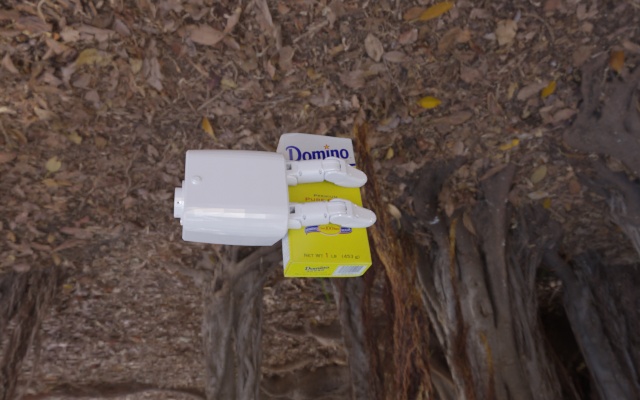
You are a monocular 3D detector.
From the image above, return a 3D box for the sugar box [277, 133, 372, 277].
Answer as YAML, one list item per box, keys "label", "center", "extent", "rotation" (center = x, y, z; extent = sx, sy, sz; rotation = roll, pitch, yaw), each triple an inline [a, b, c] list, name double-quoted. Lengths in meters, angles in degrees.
- label: "sugar box"
  center: [0.000, 0.002, 0.563]
  extent: [0.093, 0.176, 0.048]
  rotation: [3, -30, -17]
